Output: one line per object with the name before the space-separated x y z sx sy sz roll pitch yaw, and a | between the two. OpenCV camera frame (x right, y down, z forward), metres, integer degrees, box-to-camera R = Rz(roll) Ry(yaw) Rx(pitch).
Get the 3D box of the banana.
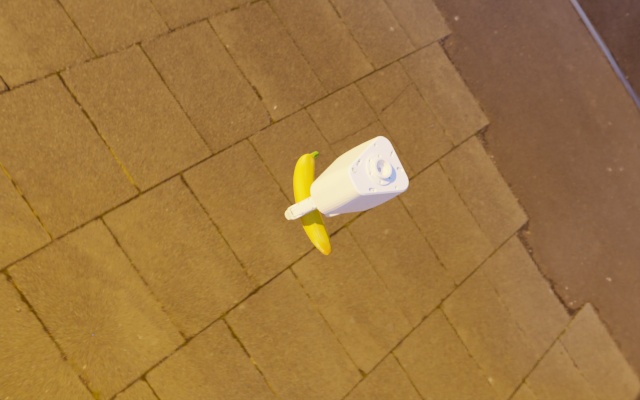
banana | -0.015 -0.002 0.843 0.069 0.197 0.037 6 -19 -37
